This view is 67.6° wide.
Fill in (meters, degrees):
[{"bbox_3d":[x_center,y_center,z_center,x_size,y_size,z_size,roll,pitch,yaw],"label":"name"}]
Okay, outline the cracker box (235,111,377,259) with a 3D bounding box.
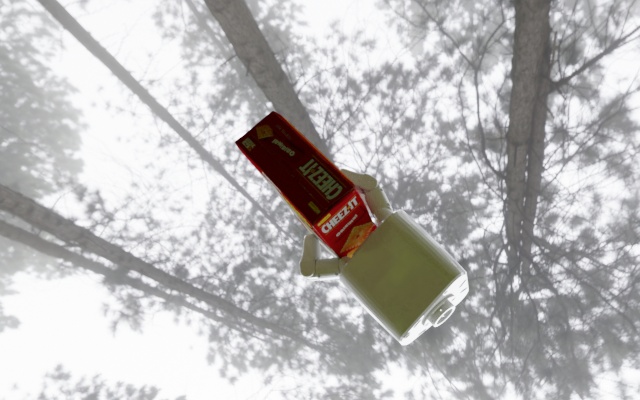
[{"bbox_3d":[0.000,0.002,0.626,0.164,0.072,0.214,45,-6,31],"label":"cracker box"}]
